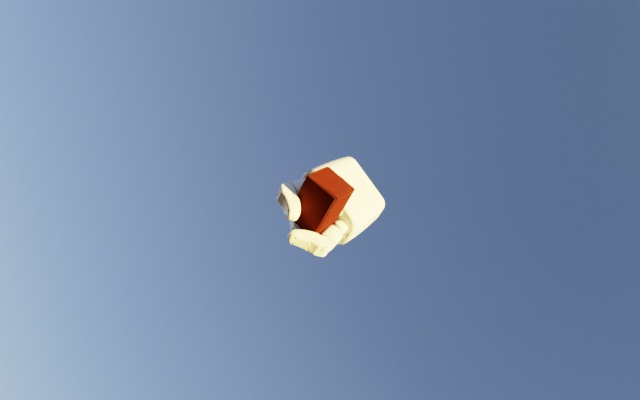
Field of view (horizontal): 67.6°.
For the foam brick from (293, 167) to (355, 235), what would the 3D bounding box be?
[{"bbox_3d":[0.000,0.002,0.652,0.053,0.078,0.051,41,37,16],"label":"foam brick"}]
